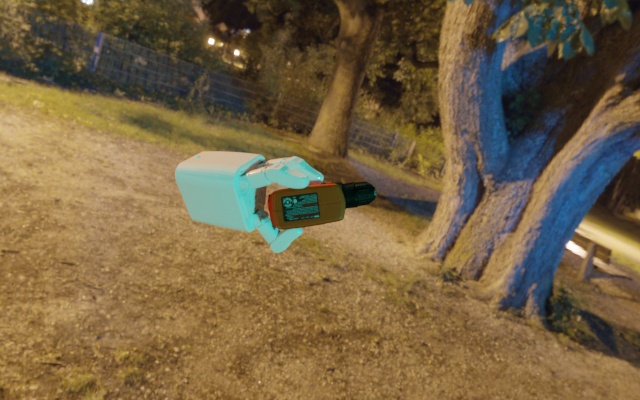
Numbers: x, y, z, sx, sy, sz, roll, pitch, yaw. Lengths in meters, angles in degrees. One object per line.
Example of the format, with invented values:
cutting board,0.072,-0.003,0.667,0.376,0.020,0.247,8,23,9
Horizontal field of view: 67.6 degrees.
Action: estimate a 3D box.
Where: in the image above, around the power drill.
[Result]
power drill,0.000,0.002,0.737,0.184,0.057,0.187,-9,1,3
